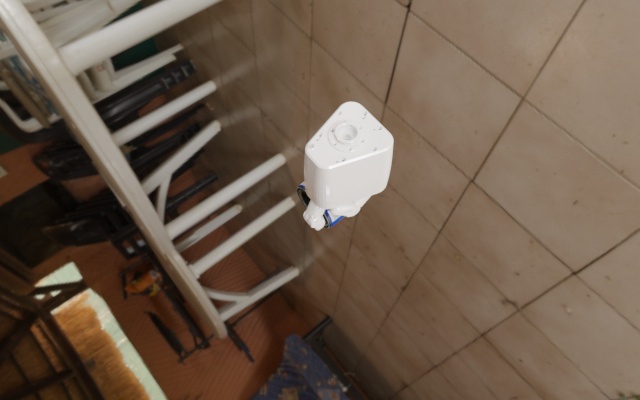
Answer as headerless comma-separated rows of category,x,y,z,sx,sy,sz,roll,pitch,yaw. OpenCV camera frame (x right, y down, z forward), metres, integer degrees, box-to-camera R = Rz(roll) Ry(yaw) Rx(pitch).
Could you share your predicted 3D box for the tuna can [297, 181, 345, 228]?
tuna can,0.000,0.003,0.769,0.033,0.086,0.086,-38,11,-15
